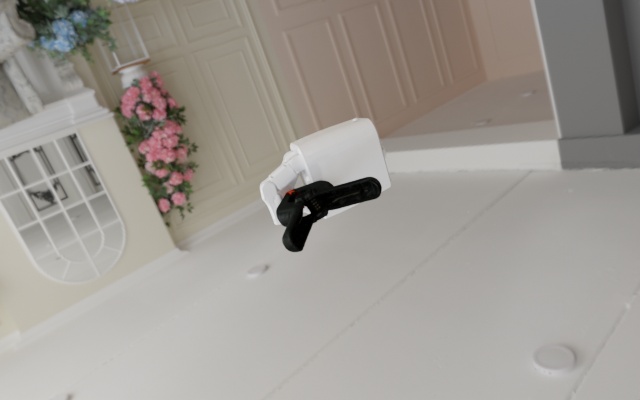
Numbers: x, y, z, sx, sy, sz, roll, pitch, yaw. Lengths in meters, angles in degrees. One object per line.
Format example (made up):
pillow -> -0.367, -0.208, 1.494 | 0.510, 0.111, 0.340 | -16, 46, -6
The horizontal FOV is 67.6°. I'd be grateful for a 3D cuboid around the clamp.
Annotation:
clamp -> 0.000, 0.002, 0.558 | 0.120, 0.039, 0.171 | -26, 17, -6
